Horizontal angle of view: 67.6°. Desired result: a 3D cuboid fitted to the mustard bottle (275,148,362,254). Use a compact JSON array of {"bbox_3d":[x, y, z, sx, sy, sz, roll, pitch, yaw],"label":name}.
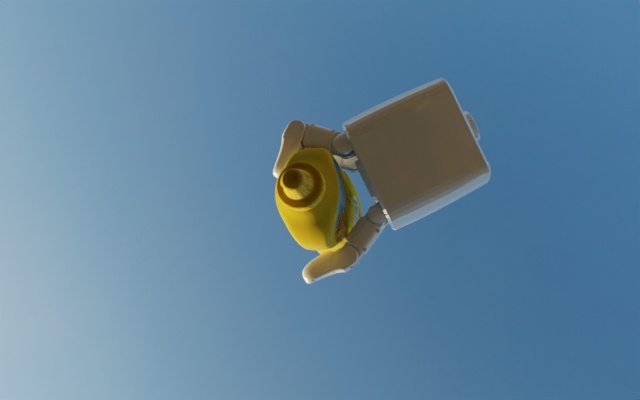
[{"bbox_3d":[0.000,0.002,0.466,0.058,0.096,0.192,-2,-11,13],"label":"mustard bottle"}]
